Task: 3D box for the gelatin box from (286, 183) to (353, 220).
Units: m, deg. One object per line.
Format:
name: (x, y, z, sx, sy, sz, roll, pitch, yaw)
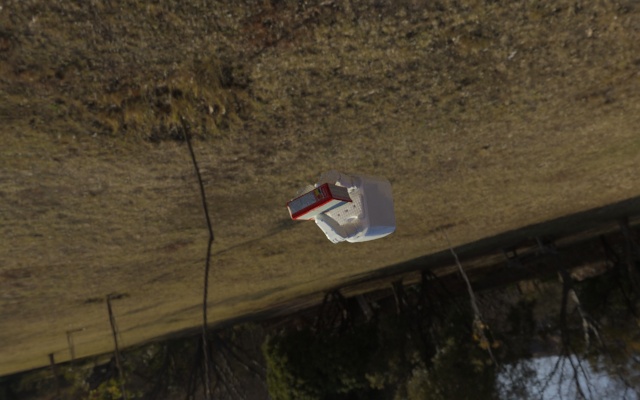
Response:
gelatin box: (0.000, 0.003, 0.741, 0.073, 0.030, 0.089, -26, -13, 20)
